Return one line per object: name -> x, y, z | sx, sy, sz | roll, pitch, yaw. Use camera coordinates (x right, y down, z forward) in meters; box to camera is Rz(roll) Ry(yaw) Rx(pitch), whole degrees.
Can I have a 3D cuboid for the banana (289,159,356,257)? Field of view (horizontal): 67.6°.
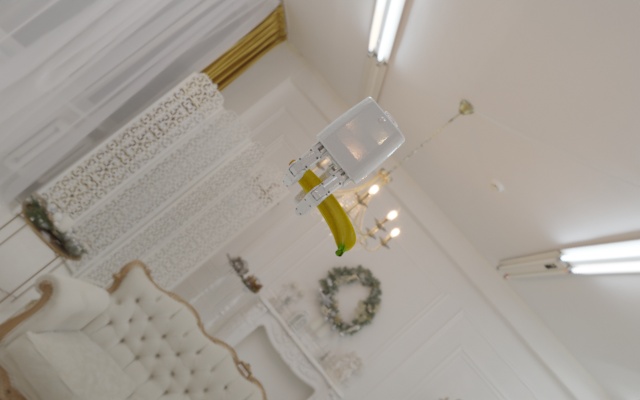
banana -> 0.010, 0.011, 0.784 | 0.037, 0.197, 0.070 | -38, -31, 12
